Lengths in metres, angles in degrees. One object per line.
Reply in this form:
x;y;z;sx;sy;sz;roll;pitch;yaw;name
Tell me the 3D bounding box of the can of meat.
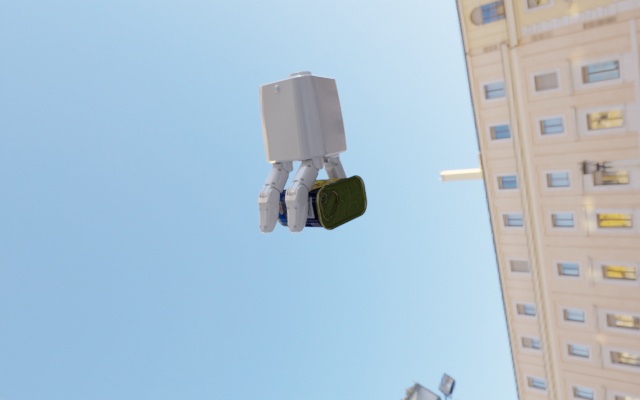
0.000;0.002;0.652;0.084;0.057;0.102;-1;14;41;can of meat
